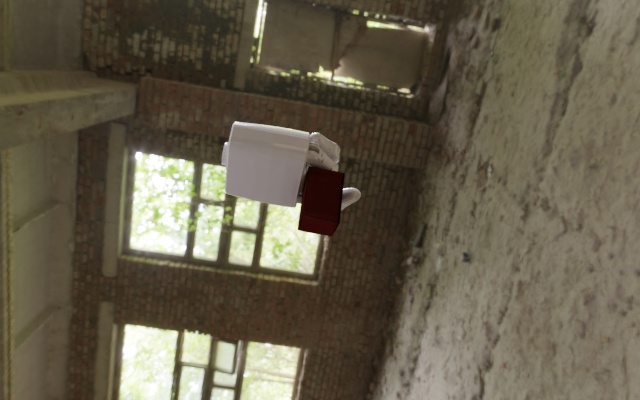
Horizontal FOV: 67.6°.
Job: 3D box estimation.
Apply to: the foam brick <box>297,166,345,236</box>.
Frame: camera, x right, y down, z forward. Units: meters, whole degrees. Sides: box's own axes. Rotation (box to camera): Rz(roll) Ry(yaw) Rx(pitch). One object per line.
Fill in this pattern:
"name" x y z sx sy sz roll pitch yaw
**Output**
"foam brick" 0.000 0.002 0.656 0.051 0.078 0.053 10 -29 -7
